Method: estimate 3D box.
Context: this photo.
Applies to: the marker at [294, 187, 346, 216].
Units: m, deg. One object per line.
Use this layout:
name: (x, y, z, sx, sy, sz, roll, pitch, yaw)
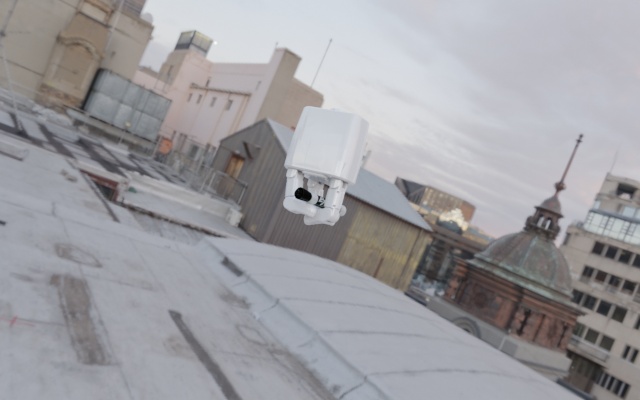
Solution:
marker: (0.000, 0.003, 0.748, 0.020, 0.020, 0.121, 0, -14, 37)
